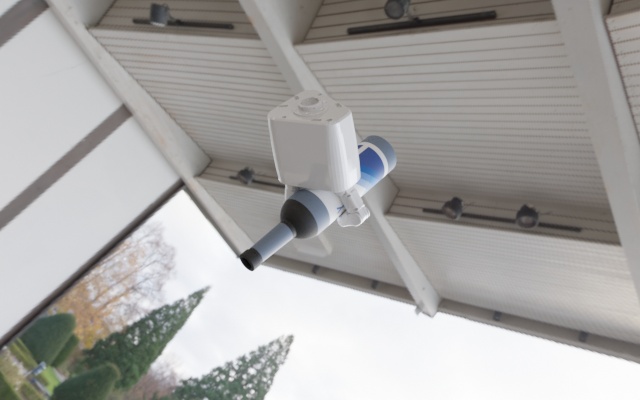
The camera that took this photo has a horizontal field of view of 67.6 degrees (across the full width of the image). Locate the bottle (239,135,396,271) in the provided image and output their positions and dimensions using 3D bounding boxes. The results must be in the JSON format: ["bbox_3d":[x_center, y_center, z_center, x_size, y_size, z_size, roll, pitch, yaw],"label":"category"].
[{"bbox_3d":[0.000,0.002,0.692,0.295,0.069,0.069,-39,24,-33],"label":"bottle"}]
